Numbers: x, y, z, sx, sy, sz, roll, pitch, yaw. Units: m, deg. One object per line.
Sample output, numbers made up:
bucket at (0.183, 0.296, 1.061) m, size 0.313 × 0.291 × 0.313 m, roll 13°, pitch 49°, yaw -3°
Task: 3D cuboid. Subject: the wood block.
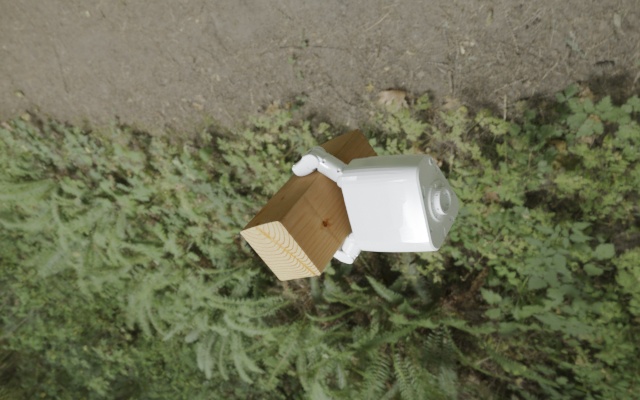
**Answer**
wood block at (0.000, 0.002, 0.660) m, size 0.090 × 0.091 × 0.206 m, roll -17°, pitch 26°, yaw 47°
